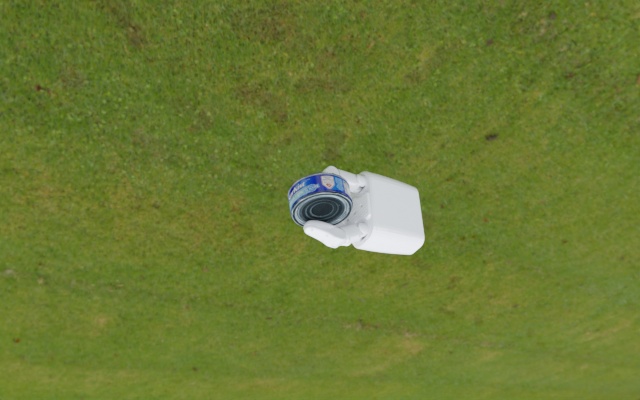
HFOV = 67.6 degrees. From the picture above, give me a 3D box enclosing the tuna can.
[{"bbox_3d":[0.000,0.003,0.645,0.086,0.033,0.086,-6,-36,-5],"label":"tuna can"}]
